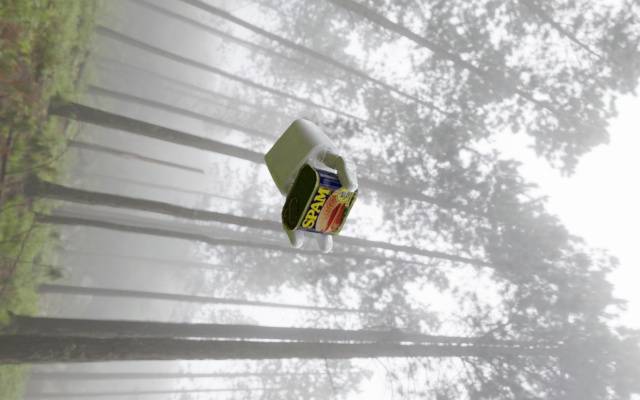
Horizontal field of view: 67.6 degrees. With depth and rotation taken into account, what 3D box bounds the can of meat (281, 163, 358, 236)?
[{"bbox_3d":[0.000,0.002,0.734,0.084,0.102,0.057,12,23,-34],"label":"can of meat"}]
